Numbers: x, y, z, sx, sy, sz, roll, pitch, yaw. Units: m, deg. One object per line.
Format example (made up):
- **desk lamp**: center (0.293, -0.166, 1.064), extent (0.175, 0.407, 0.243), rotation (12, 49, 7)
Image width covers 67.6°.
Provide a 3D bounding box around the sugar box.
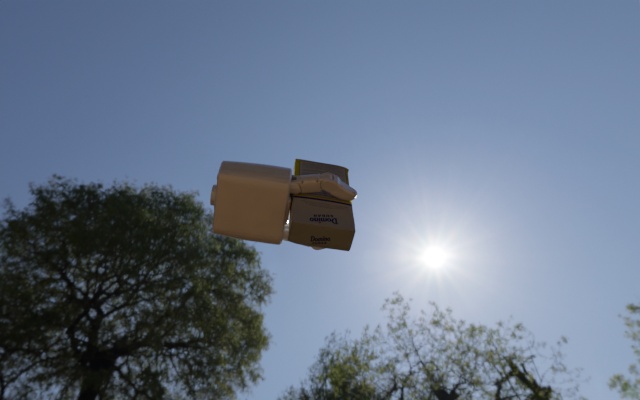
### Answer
- **sugar box**: center (0.000, 0.003, 0.738), extent (0.093, 0.048, 0.176), rotation (9, 36, -6)
